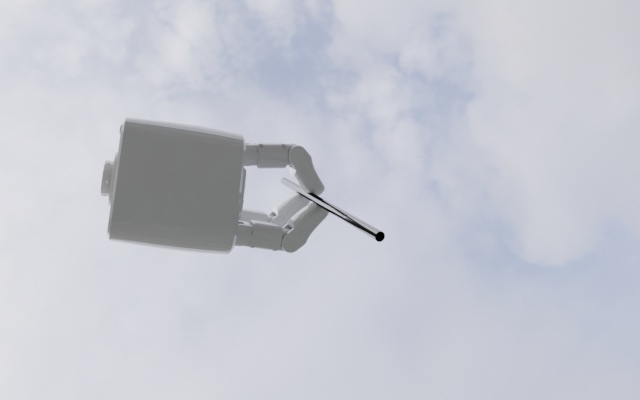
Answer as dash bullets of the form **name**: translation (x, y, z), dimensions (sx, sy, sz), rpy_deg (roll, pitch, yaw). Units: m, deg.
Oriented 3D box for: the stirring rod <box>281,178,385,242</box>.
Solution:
- **stirring rod**: translation (0.000, 0.001, 0.457), dimensions (0.011, 0.011, 0.239), rpy_deg (0, 12, -22)
